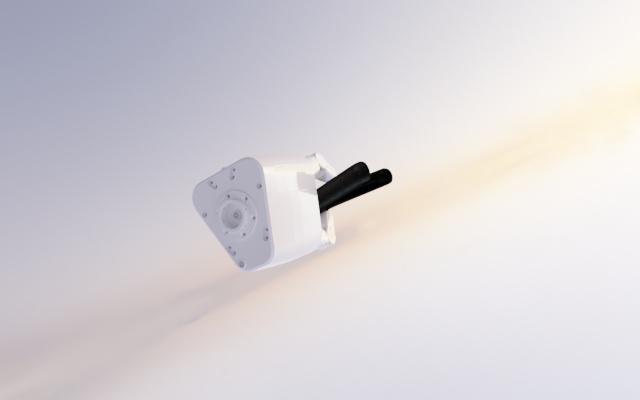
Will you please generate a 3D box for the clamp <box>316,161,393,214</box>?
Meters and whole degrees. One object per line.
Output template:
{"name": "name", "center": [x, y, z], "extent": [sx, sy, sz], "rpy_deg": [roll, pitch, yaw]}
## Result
{"name": "clamp", "center": [0.000, 0.003, 0.653], "extent": [0.210, 0.036, 0.164], "rpy_deg": [-27, -9, 24]}
